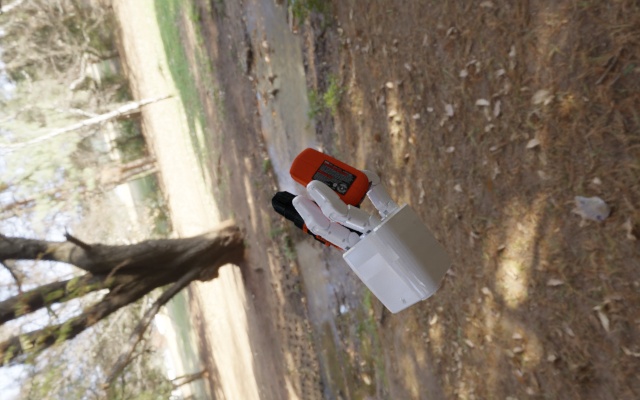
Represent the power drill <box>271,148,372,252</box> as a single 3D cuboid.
[{"bbox_3d":[0.000,0.002,0.708,0.184,0.057,0.188,26,-23,14],"label":"power drill"}]
